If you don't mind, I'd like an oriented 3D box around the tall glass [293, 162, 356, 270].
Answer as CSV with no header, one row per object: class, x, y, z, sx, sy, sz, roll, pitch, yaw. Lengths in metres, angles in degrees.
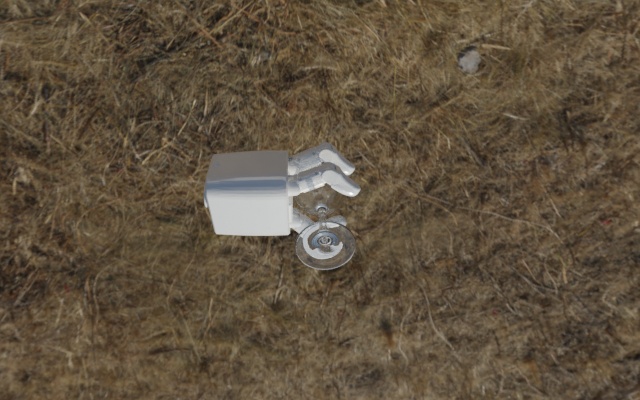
tall glass,0.000,0.003,0.659,0.079,0.079,0.201,0,33,-4
